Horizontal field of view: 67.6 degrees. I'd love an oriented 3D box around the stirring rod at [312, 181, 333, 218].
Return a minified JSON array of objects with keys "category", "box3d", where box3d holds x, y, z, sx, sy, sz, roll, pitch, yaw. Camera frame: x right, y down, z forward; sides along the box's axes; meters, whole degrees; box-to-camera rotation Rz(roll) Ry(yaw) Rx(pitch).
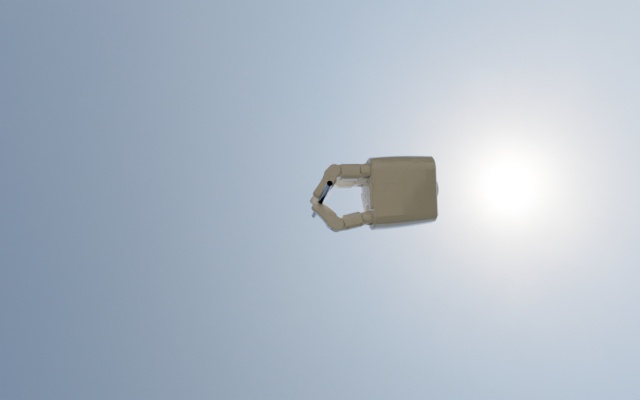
[{"category":"stirring rod","box3d":[0.000,0.003,0.756,0.011,0.011,0.239,0,-12,-6]}]
